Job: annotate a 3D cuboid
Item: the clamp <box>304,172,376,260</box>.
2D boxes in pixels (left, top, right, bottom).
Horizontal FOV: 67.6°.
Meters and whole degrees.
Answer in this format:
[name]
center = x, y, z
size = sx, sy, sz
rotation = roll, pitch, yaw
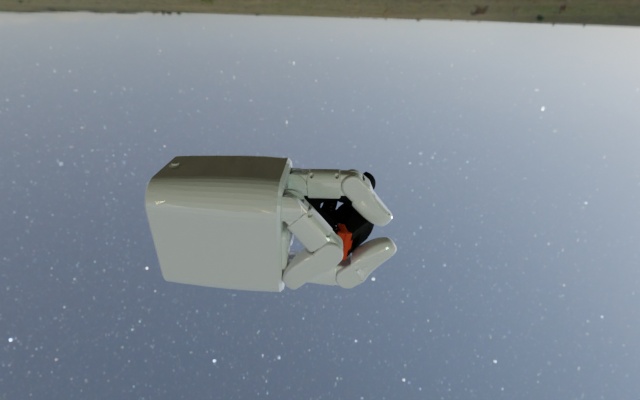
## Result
[clamp]
center = 0.000, 0.002, 0.483
size = 0.120, 0.039, 0.171
rotation = 3, 22, 1
